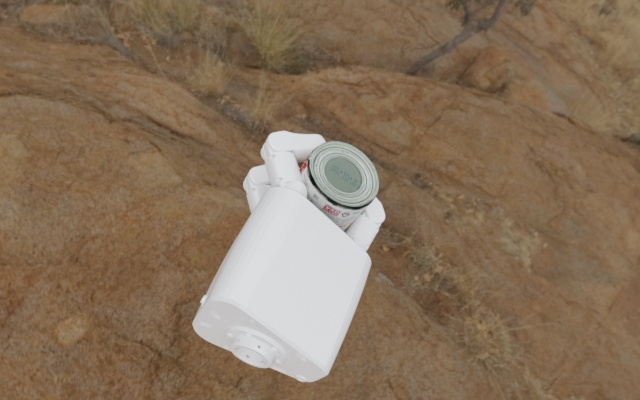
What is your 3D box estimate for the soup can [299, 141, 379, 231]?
[{"bbox_3d":[0.000,0.001,0.437,0.068,0.068,0.102,0,-29,-27],"label":"soup can"}]
